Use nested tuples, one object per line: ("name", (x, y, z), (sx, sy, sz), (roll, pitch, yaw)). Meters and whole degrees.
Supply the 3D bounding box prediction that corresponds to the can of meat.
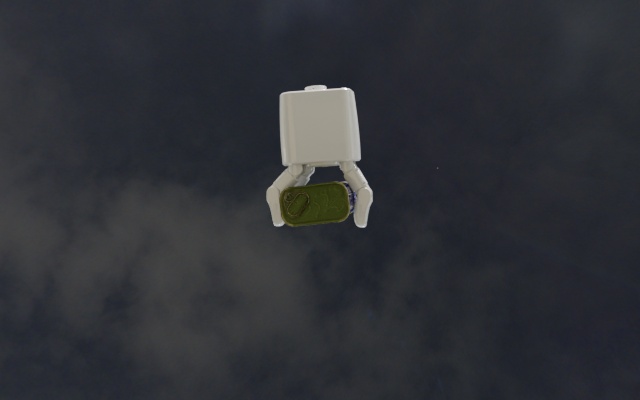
("can of meat", (0.000, 0.002, 0.714), (0.102, 0.057, 0.084), (-7, 3, 14))
